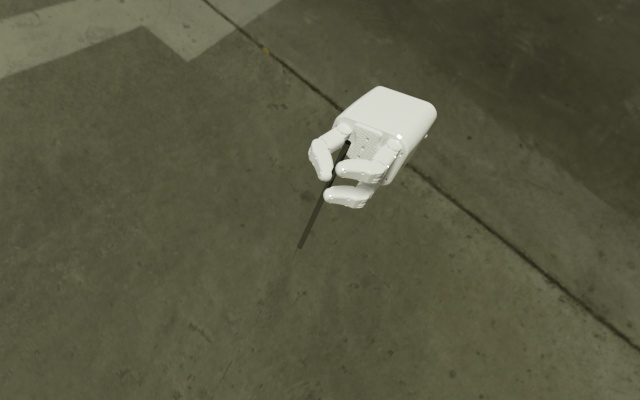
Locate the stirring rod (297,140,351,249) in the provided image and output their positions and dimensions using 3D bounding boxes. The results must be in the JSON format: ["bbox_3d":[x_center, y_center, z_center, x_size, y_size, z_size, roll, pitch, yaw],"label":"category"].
[{"bbox_3d":[0.000,0.002,0.648,0.011,0.011,0.240,0,-35,-19],"label":"stirring rod"}]
